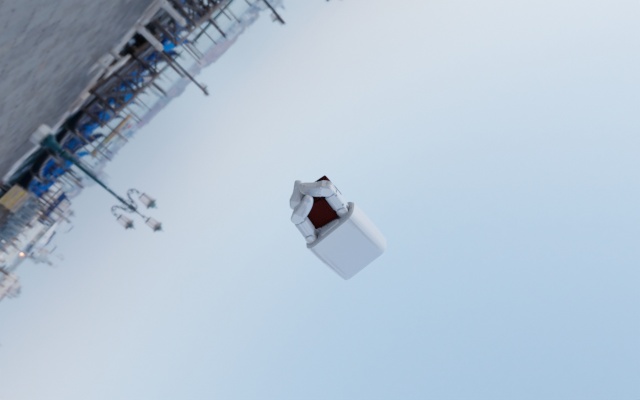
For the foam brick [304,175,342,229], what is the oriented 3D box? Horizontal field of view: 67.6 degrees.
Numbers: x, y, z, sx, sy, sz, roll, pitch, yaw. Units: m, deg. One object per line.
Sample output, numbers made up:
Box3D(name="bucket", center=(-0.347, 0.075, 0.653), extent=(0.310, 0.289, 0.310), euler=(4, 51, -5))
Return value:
Box3D(name="foam brick", center=(0.000, 0.003, 0.877), extent=(0.053, 0.051, 0.078), euler=(-32, 25, 28))
